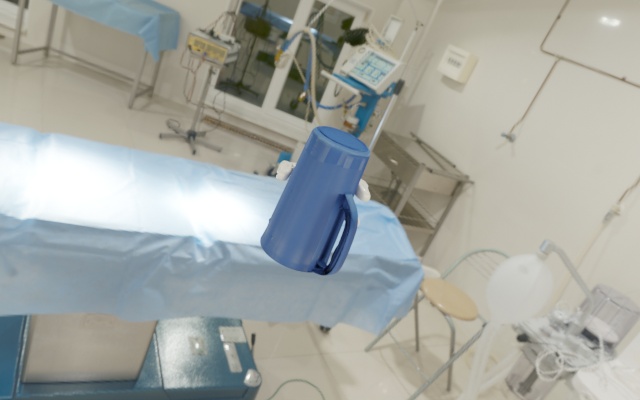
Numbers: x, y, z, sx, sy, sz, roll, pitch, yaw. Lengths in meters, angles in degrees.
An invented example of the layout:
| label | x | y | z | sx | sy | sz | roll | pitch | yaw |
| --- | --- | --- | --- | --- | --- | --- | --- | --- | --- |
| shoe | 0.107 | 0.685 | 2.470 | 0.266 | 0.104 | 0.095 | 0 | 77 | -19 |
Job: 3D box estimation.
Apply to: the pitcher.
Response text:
| label | x | y | z | sx | sy | sz | roll | pitch | yaw |
| --- | --- | --- | --- | --- | --- | --- | --- | --- | --- |
| pitcher | 0.000 | 0.003 | 0.843 | 0.149 | 0.243 | 0.145 | 22 | 22 | -4 |
